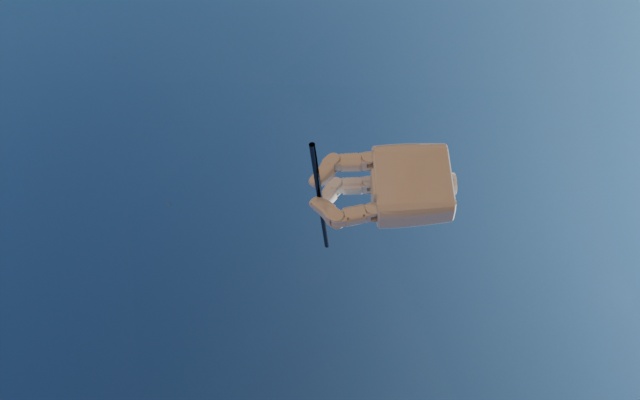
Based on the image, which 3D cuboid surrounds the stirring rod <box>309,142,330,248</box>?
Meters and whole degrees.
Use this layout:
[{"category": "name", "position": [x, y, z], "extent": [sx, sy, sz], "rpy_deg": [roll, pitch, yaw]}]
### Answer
[{"category": "stirring rod", "position": [0.000, 0.002, 0.689], "extent": [0.011, 0.011, 0.240], "rpy_deg": [0, -37, 6]}]
